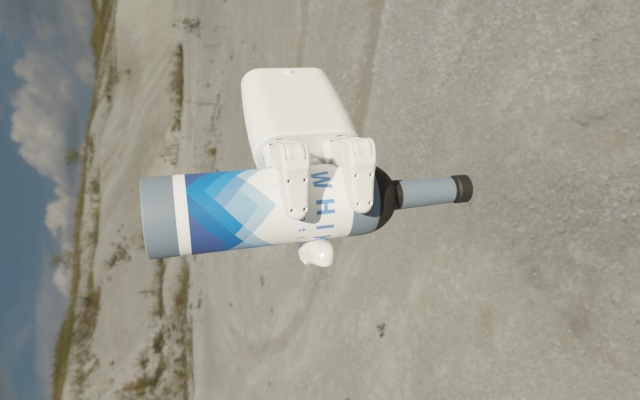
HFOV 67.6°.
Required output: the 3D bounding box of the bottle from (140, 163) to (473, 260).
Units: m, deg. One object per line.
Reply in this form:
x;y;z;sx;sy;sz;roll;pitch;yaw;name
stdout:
0.000;0.001;0.423;0.296;0.069;0.069;-5;1;-16;bottle
